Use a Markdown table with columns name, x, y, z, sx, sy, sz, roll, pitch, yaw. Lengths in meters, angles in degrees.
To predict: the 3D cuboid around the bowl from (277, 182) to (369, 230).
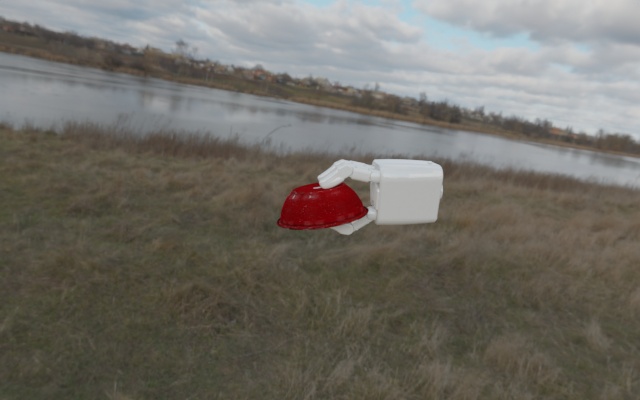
| name | x | y | z | sx | sy | sz | roll | pitch | yaw |
| --- | --- | --- | --- | --- | --- | --- | --- | --- | --- |
| bowl | -0.001 | 0.003 | 0.825 | 0.162 | 0.055 | 0.162 | -8 | 12 | 2 |
